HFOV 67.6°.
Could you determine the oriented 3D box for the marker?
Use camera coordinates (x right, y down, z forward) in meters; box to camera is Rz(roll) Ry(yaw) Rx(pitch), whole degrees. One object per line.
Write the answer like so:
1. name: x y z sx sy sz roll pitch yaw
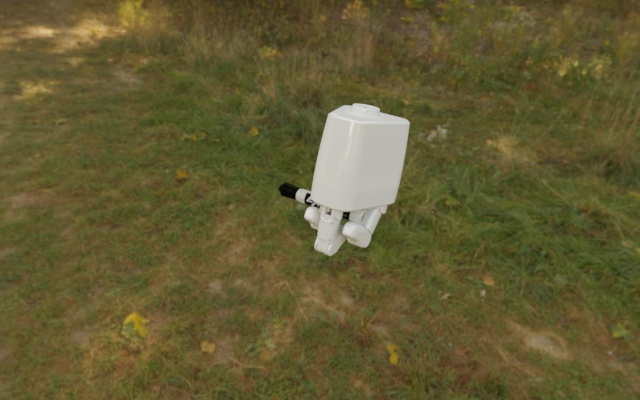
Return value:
1. marker: 0.000 0.002 0.592 0.121 0.020 0.020 20 8 25
